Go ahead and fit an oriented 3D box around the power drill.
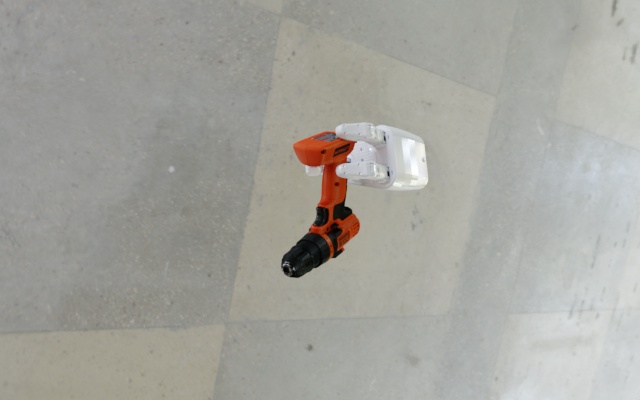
[{"bbox_3d":[0.000,0.002,0.696,0.057,0.188,0.184,13,26,27],"label":"power drill"}]
